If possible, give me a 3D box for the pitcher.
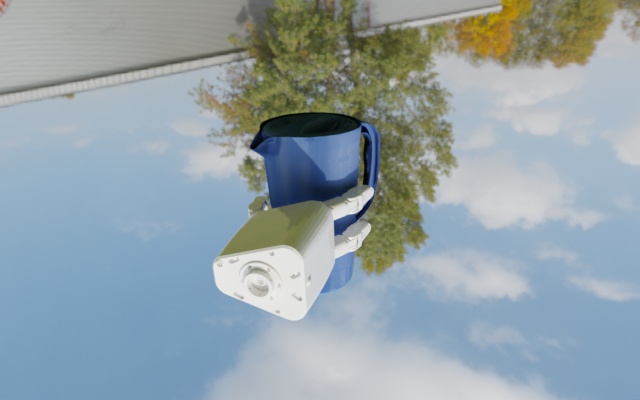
[{"bbox_3d":[0.000,0.002,0.670,0.149,0.243,0.145,4,25,14],"label":"pitcher"}]
